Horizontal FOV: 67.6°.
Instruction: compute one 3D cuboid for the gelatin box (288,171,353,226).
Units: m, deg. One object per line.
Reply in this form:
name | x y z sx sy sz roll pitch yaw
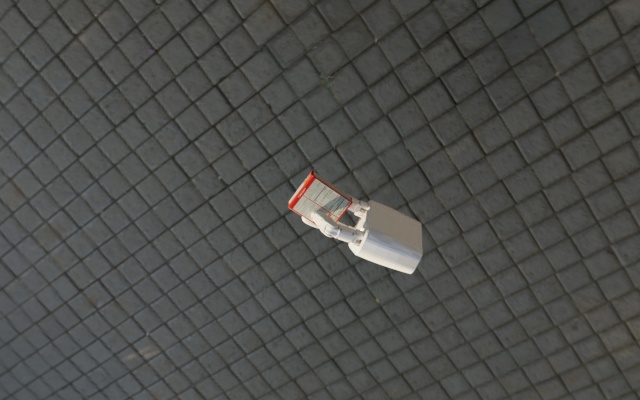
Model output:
gelatin box | 0.000 0.003 0.834 0.089 0.073 0.030 33 18 -15
